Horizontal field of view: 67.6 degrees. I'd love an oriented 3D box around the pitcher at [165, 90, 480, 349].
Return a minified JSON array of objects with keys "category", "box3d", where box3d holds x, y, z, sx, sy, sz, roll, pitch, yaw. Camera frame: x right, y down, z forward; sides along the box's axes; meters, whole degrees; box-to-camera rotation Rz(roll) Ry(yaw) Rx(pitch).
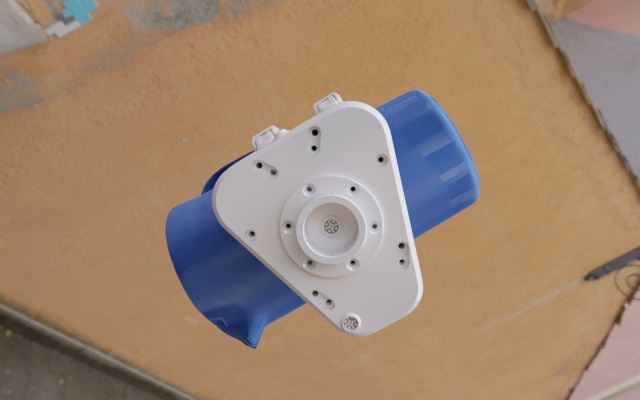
[{"category":"pitcher","box3d":[0.000,0.001,0.417,0.243,0.149,0.145,-29,4,6]}]
